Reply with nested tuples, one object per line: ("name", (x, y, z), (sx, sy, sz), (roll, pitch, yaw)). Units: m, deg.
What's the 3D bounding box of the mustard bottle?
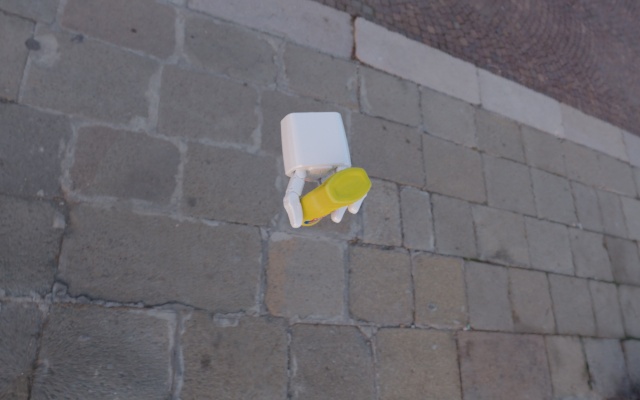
("mustard bottle", (0.000, 0.003, 0.848), (0.096, 0.058, 0.192), (-28, -2, -36))
